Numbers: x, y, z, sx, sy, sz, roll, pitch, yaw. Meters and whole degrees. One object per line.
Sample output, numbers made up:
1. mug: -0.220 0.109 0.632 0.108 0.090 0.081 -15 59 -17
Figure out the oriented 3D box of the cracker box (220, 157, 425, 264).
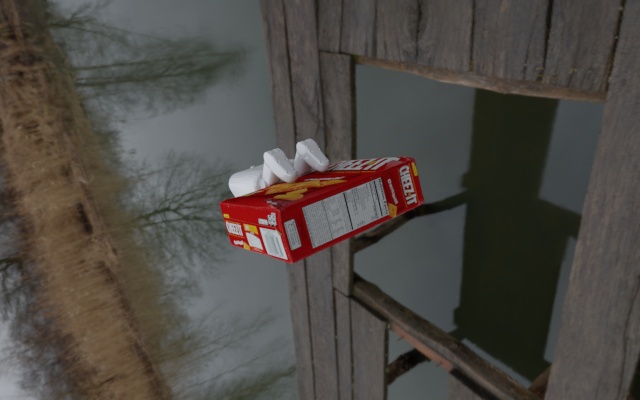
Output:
1. cracker box: 0.000 0.002 0.628 0.213 0.072 0.164 -22 14 -31
